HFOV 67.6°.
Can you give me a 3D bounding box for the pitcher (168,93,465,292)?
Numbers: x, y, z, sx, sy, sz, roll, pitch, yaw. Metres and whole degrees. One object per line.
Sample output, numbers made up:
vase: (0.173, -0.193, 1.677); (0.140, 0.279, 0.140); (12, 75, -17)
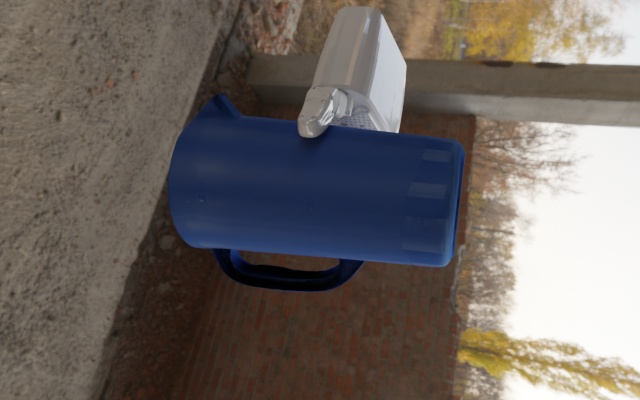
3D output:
pitcher: (0.000, 0.001, 0.435); (0.243, 0.145, 0.149); (6, -26, 16)
